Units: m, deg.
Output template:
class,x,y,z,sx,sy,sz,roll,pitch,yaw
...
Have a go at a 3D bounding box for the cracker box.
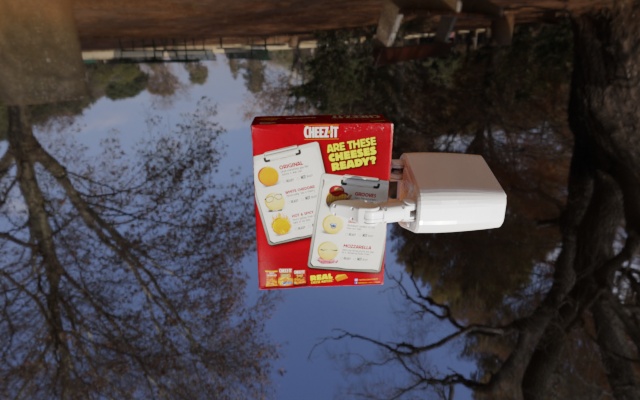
class,x,y,z,sx,sy,sz,roll,pitch,yaw
cracker box,0.000,0.002,0.604,0.164,0.214,0.072,-2,20,-5
